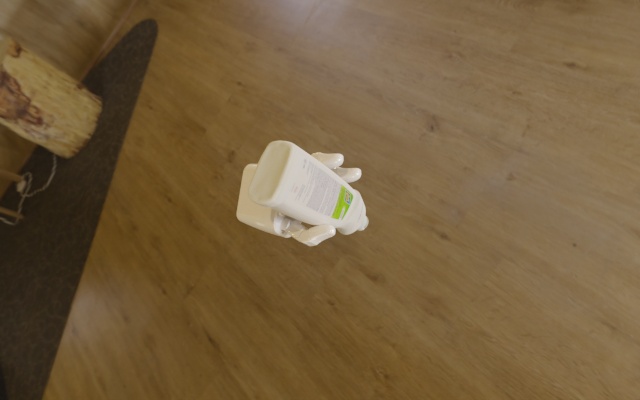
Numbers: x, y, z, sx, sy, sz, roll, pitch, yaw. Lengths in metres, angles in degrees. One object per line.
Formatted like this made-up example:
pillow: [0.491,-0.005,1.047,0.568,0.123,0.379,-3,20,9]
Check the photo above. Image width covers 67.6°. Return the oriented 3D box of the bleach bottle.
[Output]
bleach bottle: [0.000,0.002,0.761,0.068,0.102,0.251,13,-13,40]
